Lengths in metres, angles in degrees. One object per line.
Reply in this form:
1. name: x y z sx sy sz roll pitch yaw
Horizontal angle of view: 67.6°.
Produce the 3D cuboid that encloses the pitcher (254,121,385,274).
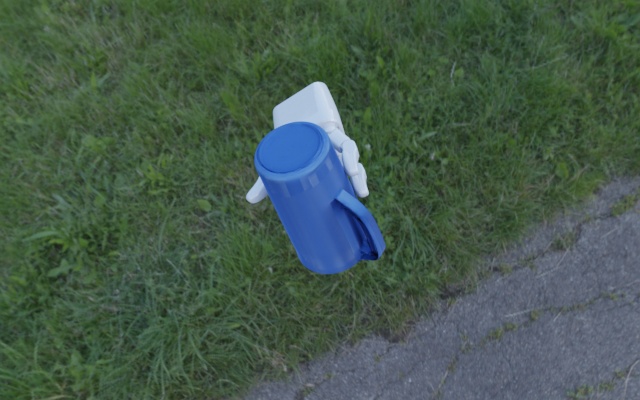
1. pitcher: 0.000 0.002 0.722 0.149 0.145 0.243 -17 -39 6
